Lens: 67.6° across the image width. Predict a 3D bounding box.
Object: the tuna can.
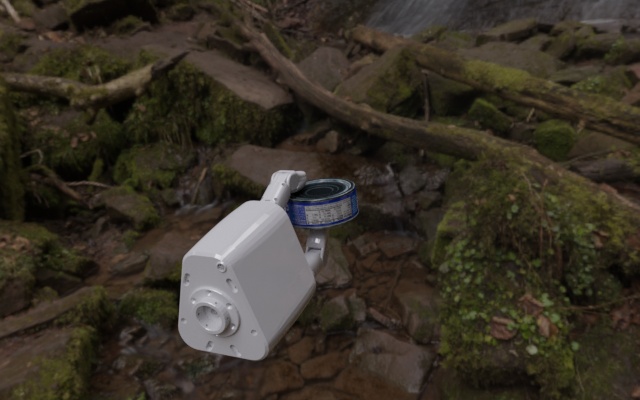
[{"bbox_3d":[0.000,0.001,0.546,0.086,0.034,0.086,-7,18,2],"label":"tuna can"}]
